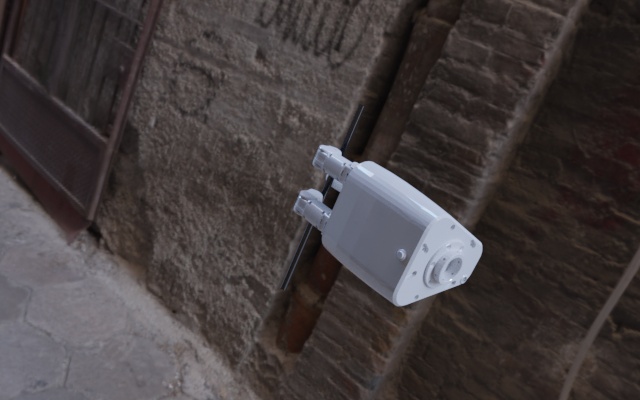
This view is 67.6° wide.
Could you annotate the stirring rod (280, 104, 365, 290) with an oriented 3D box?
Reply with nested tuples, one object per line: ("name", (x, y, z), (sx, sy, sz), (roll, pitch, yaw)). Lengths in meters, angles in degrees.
("stirring rod", (0.000, 0.002, 0.557), (0.011, 0.239, 0.011), (22, 15, -6))
